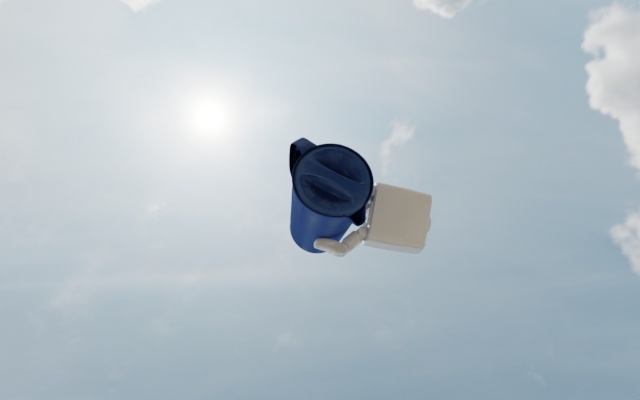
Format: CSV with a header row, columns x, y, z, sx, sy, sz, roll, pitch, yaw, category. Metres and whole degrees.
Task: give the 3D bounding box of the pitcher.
x,y,z,sx,sy,sz,roll,pitch,yaw,category
0.000,0.003,0.868,0.145,0.149,0.243,11,-25,-4,pitcher
